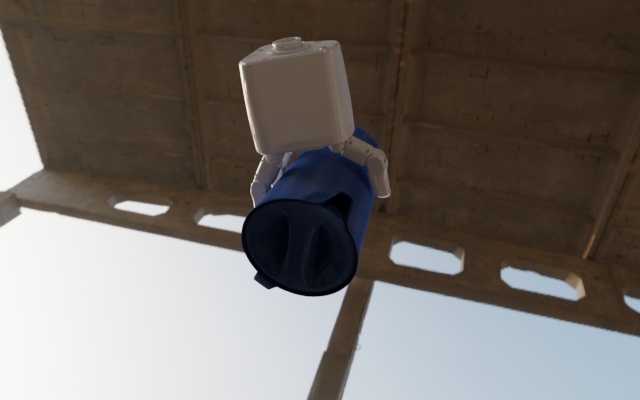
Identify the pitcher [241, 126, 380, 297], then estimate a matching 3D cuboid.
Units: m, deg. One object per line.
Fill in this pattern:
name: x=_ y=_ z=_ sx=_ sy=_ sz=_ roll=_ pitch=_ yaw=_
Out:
pitcher: x=0.000 y=0.002 z=0.614 sx=0.149 sy=0.145 sz=0.242 roll=-1 pitch=30 yaw=19
